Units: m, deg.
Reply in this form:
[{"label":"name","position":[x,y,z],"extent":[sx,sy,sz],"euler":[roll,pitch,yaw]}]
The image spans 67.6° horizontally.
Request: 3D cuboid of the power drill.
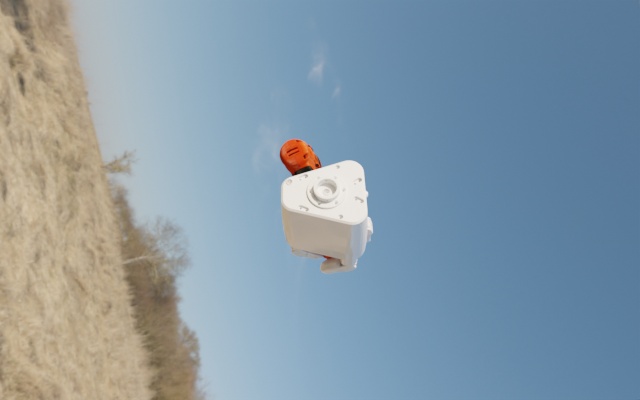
[{"label":"power drill","position":[0.000,0.003,0.772],"extent":[0.057,0.187,0.184],"euler":[-27,-12,6]}]
